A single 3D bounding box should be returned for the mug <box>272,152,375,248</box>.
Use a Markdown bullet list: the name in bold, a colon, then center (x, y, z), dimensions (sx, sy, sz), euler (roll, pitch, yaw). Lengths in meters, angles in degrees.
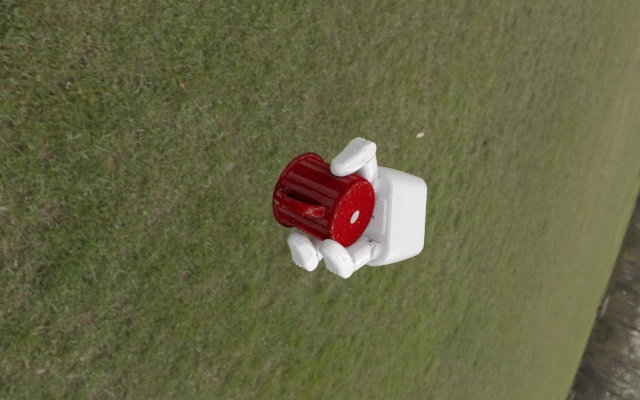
- **mug**: center (-0.001, 0.002, 0.521), dimensions (0.081, 0.093, 0.117), euler (25, 12, 34)
